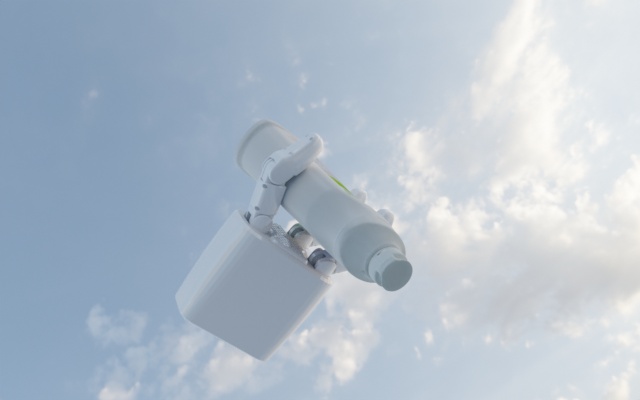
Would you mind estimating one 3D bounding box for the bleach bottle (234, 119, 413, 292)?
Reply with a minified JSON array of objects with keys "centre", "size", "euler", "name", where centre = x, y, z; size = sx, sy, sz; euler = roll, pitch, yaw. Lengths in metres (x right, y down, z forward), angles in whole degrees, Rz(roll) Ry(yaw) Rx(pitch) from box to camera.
[{"centre":[0.000,0.001,0.456],"size":[0.103,0.068,0.250],"euler":[34,6,-35],"name":"bleach bottle"}]
